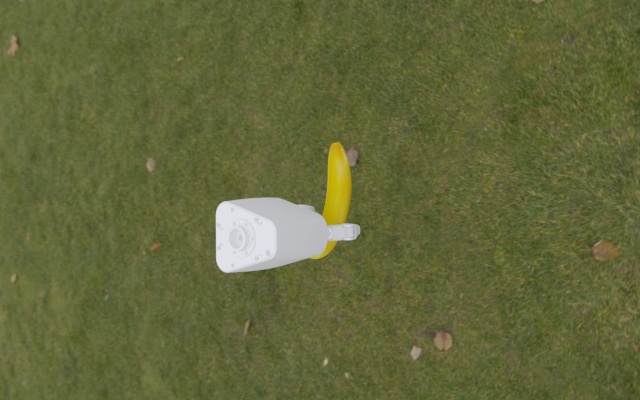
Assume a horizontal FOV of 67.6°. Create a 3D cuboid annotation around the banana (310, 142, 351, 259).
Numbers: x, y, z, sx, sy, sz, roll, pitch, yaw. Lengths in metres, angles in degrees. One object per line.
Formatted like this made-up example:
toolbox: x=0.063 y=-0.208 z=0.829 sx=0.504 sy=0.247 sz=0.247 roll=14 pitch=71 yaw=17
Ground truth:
banana: x=0.013 y=0.013 z=0.728 sx=0.069 sy=0.198 sz=0.037 roll=29 pitch=19 yaw=32
